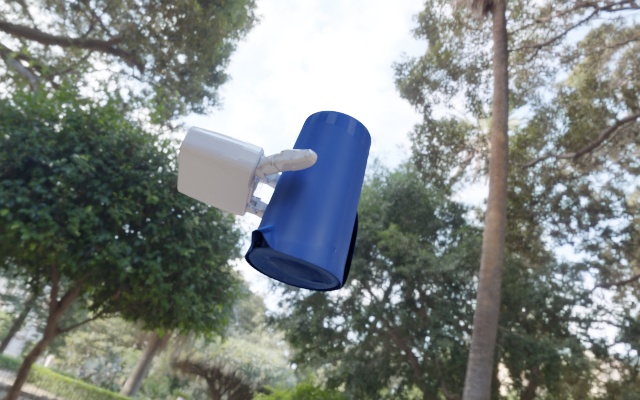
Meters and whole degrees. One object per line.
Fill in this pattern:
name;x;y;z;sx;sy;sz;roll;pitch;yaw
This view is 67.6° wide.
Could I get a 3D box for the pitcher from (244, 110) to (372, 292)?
pitcher;0.000;0.002;0.680;0.145;0.242;0.149;18;-25;0
